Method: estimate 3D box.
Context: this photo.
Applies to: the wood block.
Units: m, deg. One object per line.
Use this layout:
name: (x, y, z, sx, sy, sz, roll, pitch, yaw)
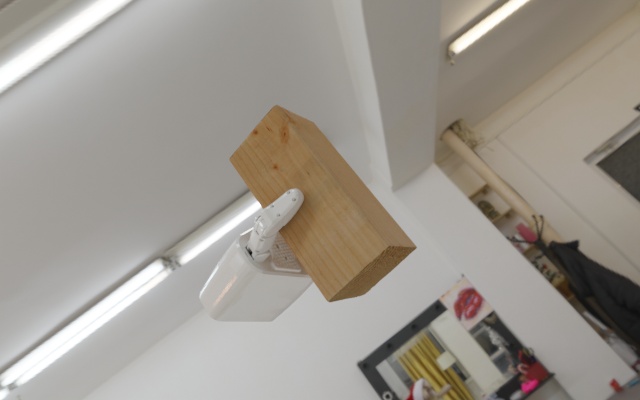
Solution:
wood block: (0.000, 0.002, 0.540, 0.090, 0.206, 0.091, -46, -24, 18)
